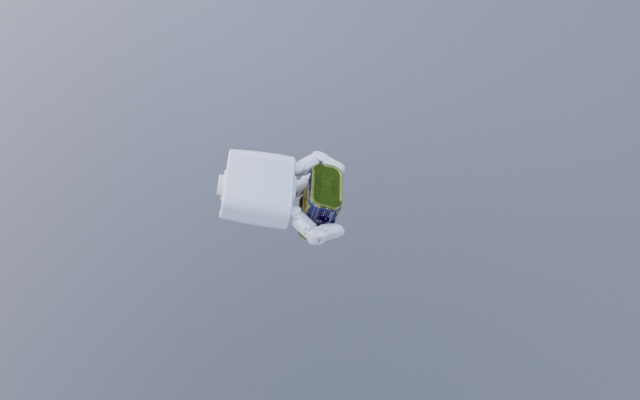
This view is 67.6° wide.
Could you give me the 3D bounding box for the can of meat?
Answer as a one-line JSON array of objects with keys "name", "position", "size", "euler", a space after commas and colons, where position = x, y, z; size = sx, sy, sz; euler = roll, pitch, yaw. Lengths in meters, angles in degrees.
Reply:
[{"name": "can of meat", "position": [0.000, 0.002, 0.775], "size": [0.057, 0.102, 0.084], "euler": [11, -44, -10]}]
